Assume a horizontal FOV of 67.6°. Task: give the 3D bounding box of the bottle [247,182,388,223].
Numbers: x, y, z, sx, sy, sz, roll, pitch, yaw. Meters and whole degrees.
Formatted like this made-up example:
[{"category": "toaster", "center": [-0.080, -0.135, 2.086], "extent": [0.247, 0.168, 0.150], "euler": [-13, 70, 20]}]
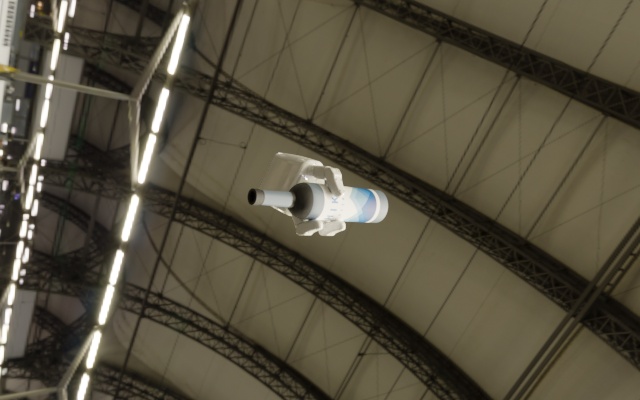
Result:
[{"category": "bottle", "center": [0.000, 0.003, 0.870], "extent": [0.296, 0.069, 0.069], "euler": [5, -3, -40]}]
